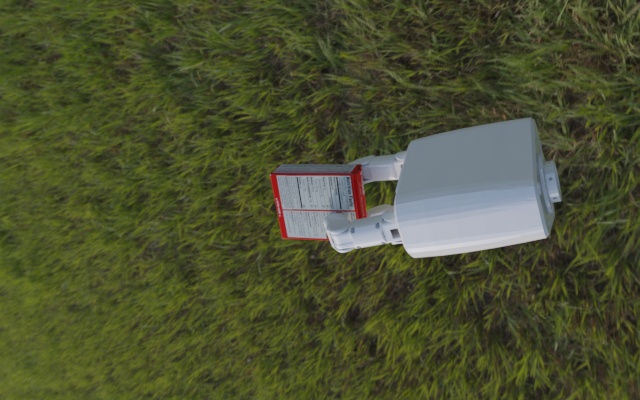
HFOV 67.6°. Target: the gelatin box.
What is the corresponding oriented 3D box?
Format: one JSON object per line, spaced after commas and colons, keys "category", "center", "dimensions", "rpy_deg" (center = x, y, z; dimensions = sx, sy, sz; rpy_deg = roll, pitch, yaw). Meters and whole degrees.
{"category": "gelatin box", "center": [0.000, 0.002, 0.473], "dimensions": [0.089, 0.073, 0.030], "rpy_deg": [1, 26, 21]}
